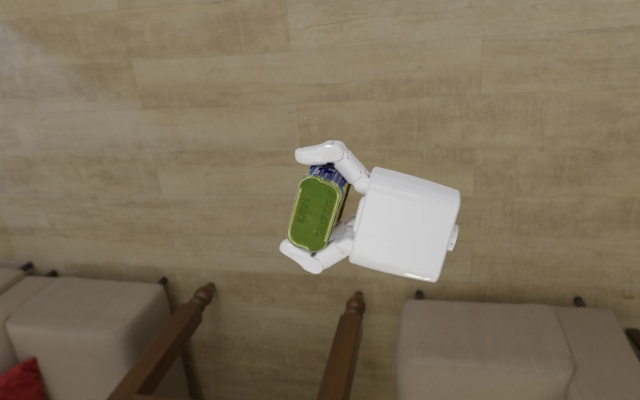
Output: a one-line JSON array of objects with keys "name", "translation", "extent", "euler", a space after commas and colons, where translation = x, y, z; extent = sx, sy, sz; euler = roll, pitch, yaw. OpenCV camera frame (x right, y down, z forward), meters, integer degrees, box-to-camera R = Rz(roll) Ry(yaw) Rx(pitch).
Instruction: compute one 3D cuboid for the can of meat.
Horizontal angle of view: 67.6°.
[{"name": "can of meat", "translation": [0.000, 0.002, 0.589], "extent": [0.057, 0.102, 0.084], "euler": [18, 26, 5]}]
